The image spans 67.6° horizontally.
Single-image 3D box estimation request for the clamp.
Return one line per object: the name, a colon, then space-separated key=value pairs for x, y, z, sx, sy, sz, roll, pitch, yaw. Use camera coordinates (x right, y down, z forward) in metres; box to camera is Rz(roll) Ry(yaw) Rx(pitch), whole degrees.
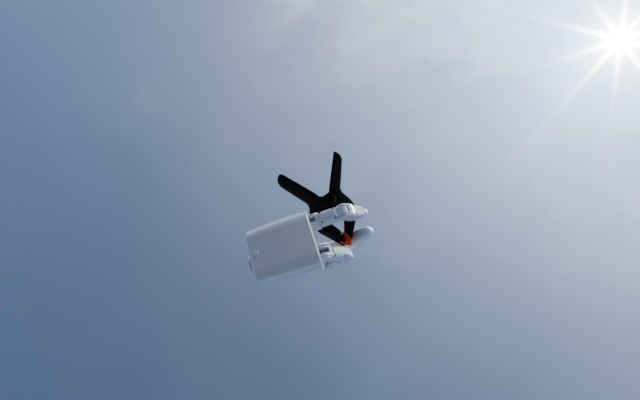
clamp: x=0.000 y=0.003 z=0.816 sx=0.120 sy=0.171 sz=0.039 roll=-18 pitch=-25 yaw=-1
